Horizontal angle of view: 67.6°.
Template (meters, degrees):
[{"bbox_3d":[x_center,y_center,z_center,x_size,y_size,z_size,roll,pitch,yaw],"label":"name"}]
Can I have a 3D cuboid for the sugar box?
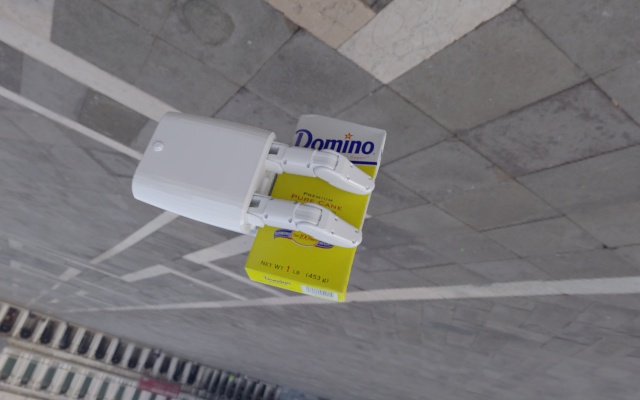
[{"bbox_3d":[0.000,0.001,0.465,0.093,0.176,0.048,13,-23,7],"label":"sugar box"}]
